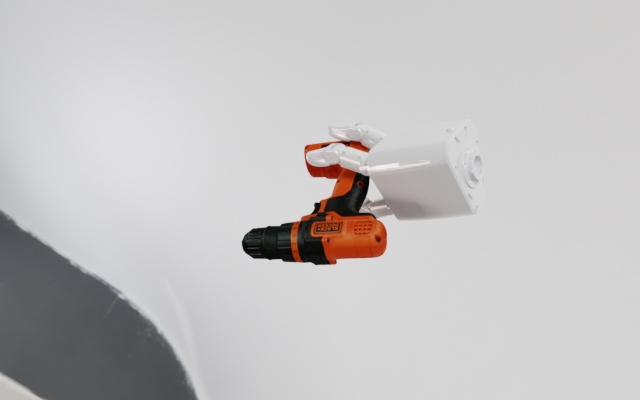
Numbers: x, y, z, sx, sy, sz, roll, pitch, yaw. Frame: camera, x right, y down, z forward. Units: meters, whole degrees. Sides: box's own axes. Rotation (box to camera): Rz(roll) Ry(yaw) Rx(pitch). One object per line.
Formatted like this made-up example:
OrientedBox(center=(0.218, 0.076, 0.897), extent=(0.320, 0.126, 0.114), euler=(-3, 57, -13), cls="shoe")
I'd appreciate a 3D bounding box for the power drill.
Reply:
OrientedBox(center=(0.000, 0.002, 0.632), extent=(0.184, 0.187, 0.057), euler=(-2, -43, 15), cls="power drill")
